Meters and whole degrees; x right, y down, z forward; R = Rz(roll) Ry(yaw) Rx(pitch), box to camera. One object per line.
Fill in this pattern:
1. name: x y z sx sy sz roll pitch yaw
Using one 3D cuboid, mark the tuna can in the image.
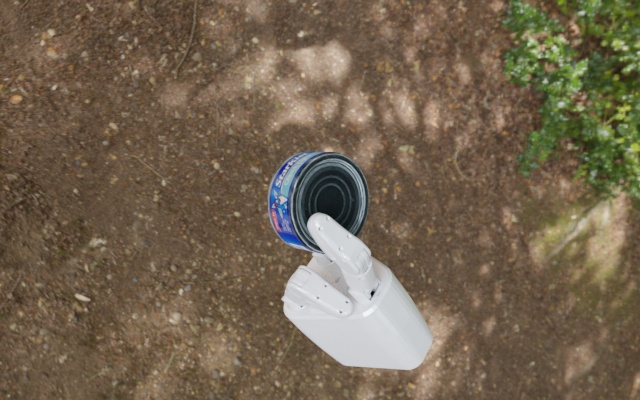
1. tuna can: 0.000 0.001 0.401 0.086 0.086 0.034 0 4 -38
